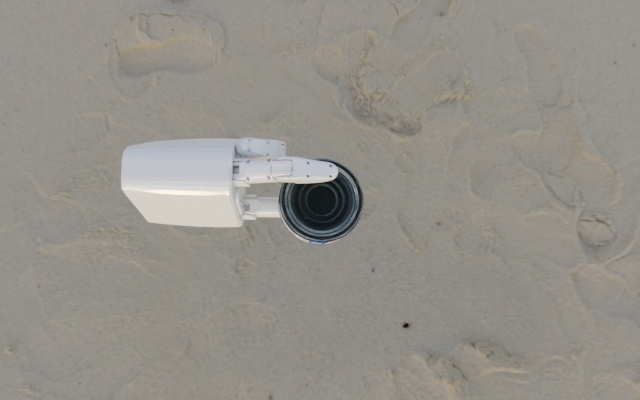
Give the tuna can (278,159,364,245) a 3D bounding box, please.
[{"bbox_3d":[0.000,0.001,0.484,0.086,0.086,0.034,0,-9,-5],"label":"tuna can"}]
